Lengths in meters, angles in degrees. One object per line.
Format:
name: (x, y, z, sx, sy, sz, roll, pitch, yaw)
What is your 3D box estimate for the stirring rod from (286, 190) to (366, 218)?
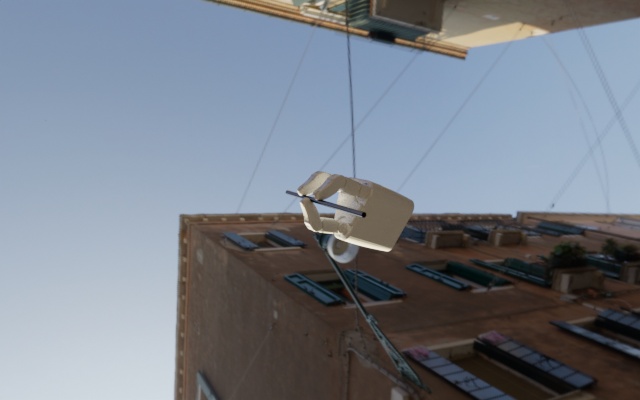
stirring rod: (0.000, 0.003, 0.756, 0.011, 0.011, 0.239, 0, 8, -30)
